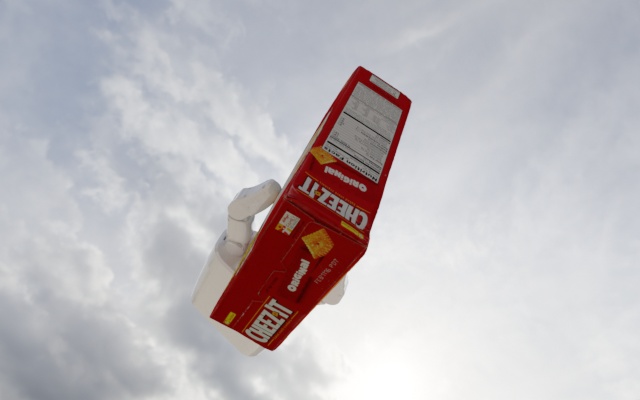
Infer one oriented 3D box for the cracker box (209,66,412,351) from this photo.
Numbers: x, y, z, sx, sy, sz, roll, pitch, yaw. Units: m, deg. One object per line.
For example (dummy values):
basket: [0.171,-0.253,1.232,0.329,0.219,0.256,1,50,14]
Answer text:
cracker box: [0.000,0.001,0.425,0.072,0.164,0.213,30,41,-5]
